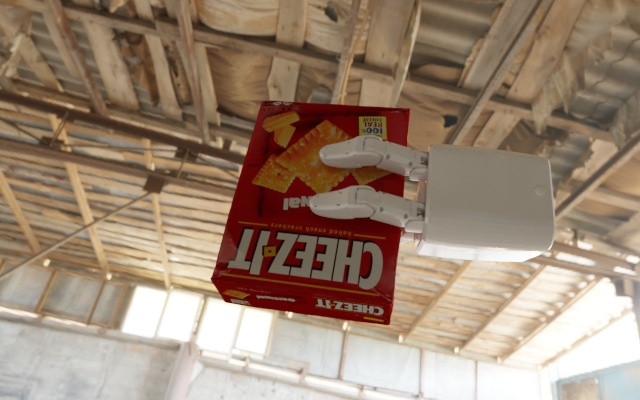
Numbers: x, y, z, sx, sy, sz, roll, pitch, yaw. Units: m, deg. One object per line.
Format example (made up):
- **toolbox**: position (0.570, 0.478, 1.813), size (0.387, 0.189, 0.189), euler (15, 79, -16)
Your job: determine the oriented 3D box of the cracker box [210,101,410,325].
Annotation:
- **cracker box**: position (0.000, 0.002, 0.479), size (0.164, 0.213, 0.072), euler (6, -30, 9)
